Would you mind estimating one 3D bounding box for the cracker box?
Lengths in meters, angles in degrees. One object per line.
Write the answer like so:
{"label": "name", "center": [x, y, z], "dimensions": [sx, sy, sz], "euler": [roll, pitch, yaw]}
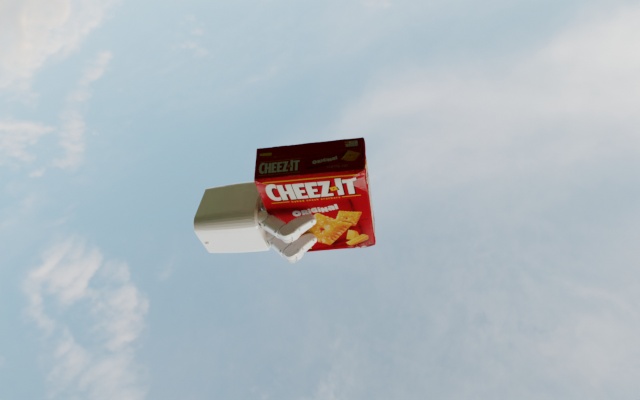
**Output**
{"label": "cracker box", "center": [0.000, 0.002, 0.769], "dimensions": [0.164, 0.072, 0.214], "euler": [-6, -36, 7]}
